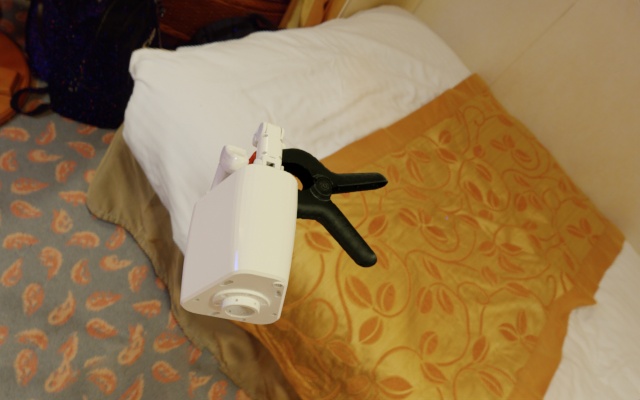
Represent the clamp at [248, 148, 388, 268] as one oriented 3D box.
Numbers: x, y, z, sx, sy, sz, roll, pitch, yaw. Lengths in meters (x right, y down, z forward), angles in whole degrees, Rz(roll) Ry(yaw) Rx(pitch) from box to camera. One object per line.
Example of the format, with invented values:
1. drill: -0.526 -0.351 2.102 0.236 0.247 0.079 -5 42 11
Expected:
1. clamp: 0.000 0.001 0.512 0.171 0.120 0.039 16 -38 -21
